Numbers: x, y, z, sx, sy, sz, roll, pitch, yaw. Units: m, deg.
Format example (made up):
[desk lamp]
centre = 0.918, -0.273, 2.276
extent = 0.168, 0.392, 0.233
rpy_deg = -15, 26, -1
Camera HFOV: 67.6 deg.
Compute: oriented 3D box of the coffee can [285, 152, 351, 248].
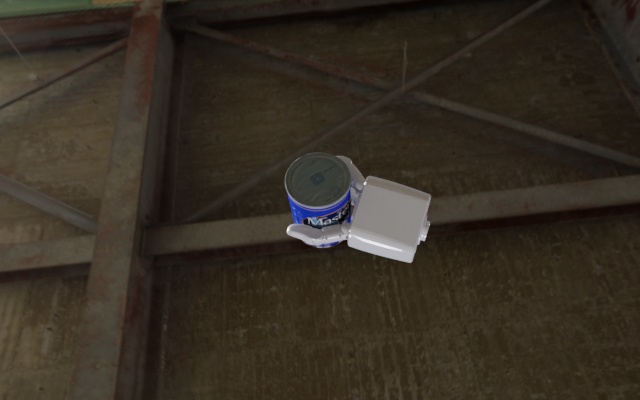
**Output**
[coffee can]
centre = 0.000, 0.003, 0.794
extent = 0.103, 0.102, 0.140
rpy_deg = 0, -32, 4
